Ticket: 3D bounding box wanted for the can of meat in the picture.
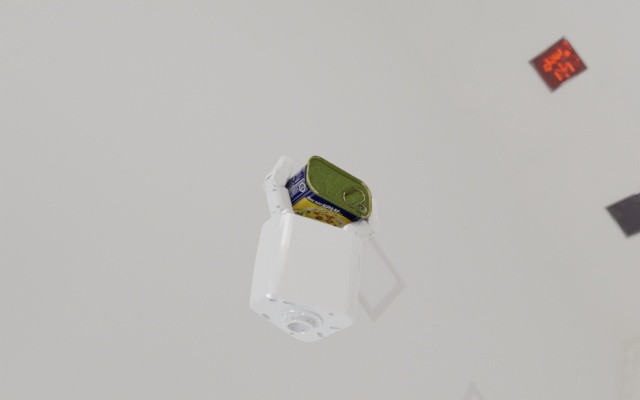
[{"bbox_3d":[0.000,0.002,0.606,0.102,0.057,0.084,28,-44,-28],"label":"can of meat"}]
